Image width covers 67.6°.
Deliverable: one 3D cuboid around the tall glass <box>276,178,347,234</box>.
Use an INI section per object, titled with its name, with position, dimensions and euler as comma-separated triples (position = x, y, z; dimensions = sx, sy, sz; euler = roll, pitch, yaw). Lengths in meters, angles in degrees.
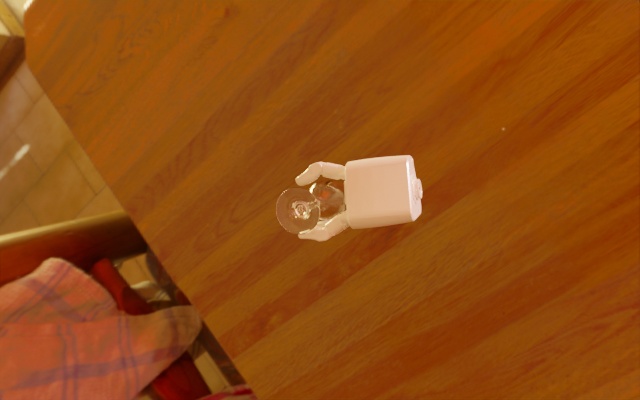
[tall glass]
position = 0.000, 0.003, 0.830
dimensions = 0.079, 0.079, 0.201
euler = 0, 8, 21
